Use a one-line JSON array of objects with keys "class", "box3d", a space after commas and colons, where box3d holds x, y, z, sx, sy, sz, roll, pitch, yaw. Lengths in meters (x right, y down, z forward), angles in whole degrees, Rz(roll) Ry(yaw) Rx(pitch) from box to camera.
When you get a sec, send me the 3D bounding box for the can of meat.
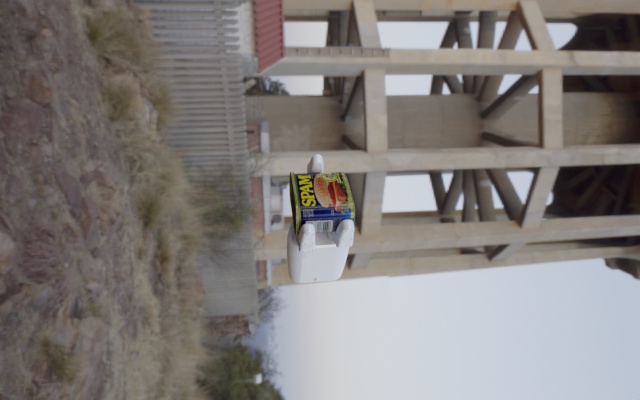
[{"class": "can of meat", "box3d": [0.000, 0.002, 0.706, 0.084, 0.057, 0.102, -2, 42, -8]}]
